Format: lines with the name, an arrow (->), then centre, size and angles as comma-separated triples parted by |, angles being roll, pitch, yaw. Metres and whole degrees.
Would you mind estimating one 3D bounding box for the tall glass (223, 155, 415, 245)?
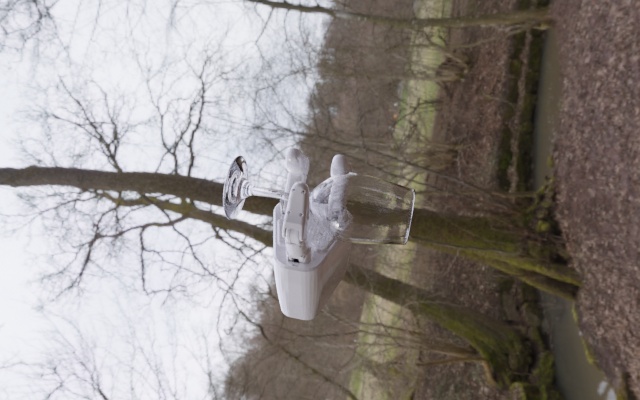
tall glass -> -0.001, 0.002, 0.531 | 0.201, 0.079, 0.079 | 9, 1, 9
